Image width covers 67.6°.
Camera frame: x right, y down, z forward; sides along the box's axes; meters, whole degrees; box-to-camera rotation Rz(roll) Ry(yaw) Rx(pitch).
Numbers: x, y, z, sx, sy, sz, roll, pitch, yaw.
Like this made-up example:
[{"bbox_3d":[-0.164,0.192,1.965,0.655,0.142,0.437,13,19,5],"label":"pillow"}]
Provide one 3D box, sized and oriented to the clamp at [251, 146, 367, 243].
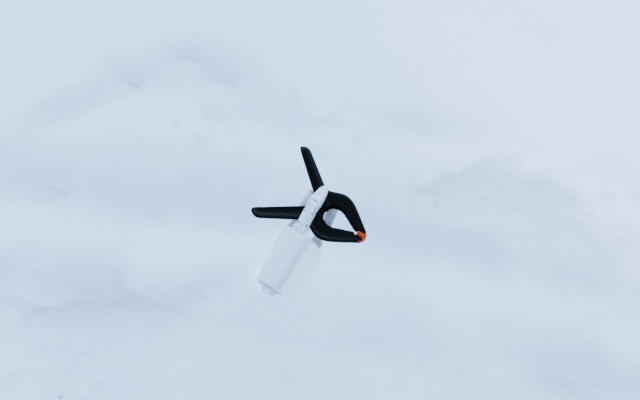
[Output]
[{"bbox_3d":[0.000,0.003,0.883,0.210,0.164,0.036,28,-14,8],"label":"clamp"}]
